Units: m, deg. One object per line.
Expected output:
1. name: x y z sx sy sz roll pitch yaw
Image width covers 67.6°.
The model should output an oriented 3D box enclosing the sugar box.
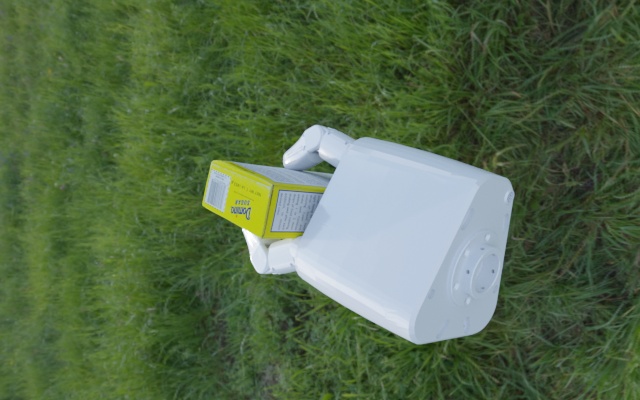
1. sugar box: 0.000 0.002 0.412 0.176 0.048 0.093 7 11 -42
